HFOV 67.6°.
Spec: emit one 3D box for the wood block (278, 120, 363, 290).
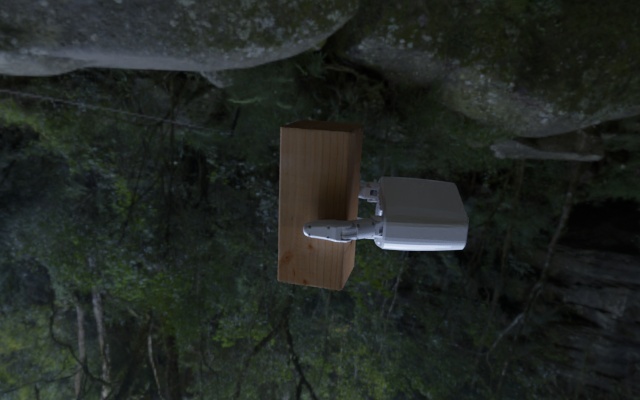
[{"bbox_3d":[0.000,0.002,0.637,0.090,0.206,0.091,6,16,14],"label":"wood block"}]
